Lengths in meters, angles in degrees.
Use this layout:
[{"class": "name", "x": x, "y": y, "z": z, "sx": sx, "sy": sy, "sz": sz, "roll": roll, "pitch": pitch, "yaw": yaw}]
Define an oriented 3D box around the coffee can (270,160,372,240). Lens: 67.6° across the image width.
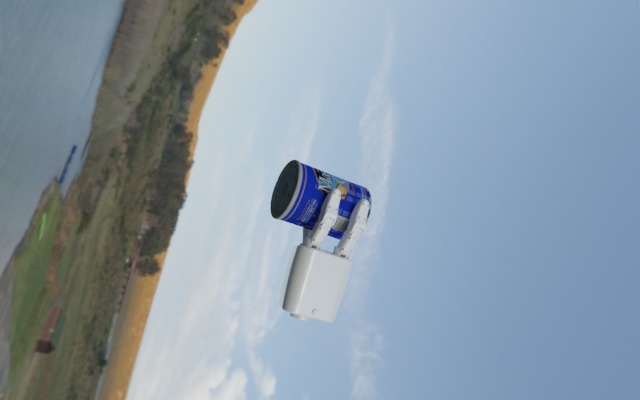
[{"class": "coffee can", "x": 0.000, "y": 0.002, "z": 0.809, "sx": 0.140, "sy": 0.103, "sz": 0.103, "roll": 20, "pitch": -8, "yaw": -24}]
